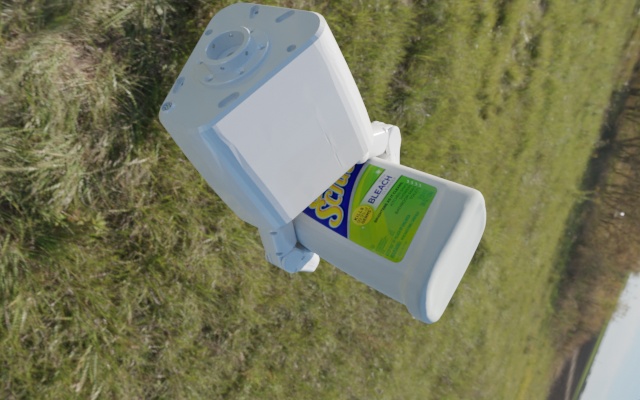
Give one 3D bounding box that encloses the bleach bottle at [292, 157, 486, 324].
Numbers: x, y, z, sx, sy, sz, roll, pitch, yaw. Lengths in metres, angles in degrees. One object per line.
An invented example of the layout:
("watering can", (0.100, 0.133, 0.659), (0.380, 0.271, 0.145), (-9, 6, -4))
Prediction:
("bleach bottle", (0.000, 0.001, 0.403), (0.250, 0.102, 0.068), (22, -21, 32))
